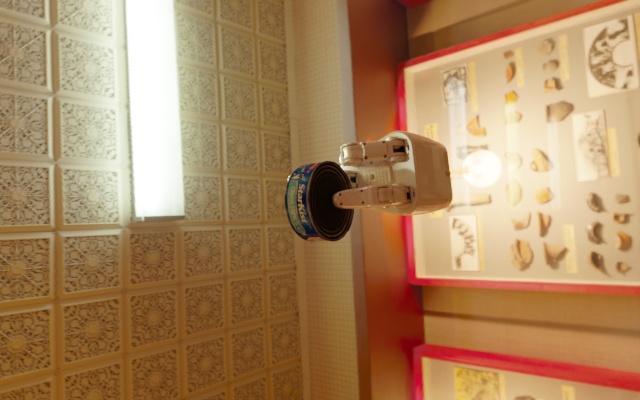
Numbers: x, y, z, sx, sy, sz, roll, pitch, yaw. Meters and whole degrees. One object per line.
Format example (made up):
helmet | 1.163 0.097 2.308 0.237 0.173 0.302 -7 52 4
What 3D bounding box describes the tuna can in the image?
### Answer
tuna can | 0.000 0.002 0.515 0.034 0.086 0.086 -5 -3 35
